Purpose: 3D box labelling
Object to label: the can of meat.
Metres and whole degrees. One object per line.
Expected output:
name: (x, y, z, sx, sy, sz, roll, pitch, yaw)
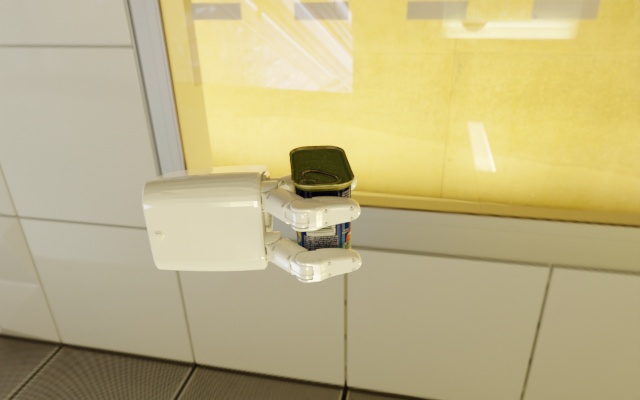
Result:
can of meat: (0.000, 0.002, 0.476, 0.057, 0.084, 0.102, -3, 26, -5)
